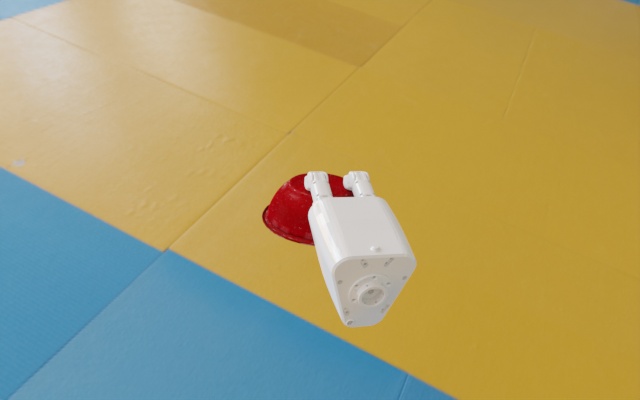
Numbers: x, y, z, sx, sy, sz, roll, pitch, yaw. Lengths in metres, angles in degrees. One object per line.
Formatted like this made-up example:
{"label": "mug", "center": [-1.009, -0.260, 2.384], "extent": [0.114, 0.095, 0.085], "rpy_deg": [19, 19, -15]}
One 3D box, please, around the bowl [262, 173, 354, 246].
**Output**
{"label": "bowl", "center": [0.000, 0.001, 0.668], "extent": [0.162, 0.055, 0.162], "rpy_deg": [4, 23, -2]}
